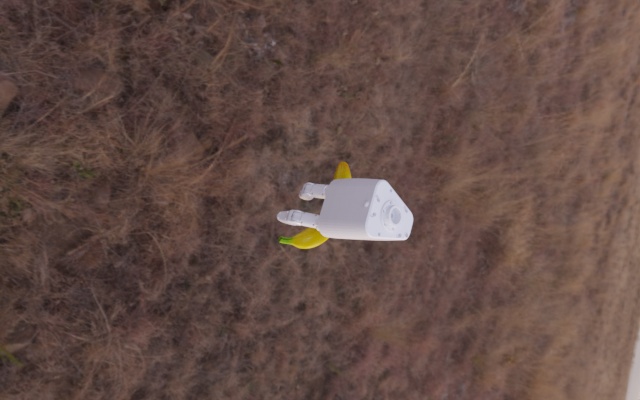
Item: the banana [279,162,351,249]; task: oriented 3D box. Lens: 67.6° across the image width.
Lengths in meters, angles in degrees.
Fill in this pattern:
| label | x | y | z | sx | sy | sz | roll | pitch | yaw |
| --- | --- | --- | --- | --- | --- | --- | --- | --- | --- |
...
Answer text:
| label | x | y | z | sx | sy | sz | roll | pitch | yaw |
| --- | --- | --- | --- | --- | --- | --- | --- | --- | --- |
| banana | 0.011 | 0.018 | 0.854 | 0.069 | 0.197 | 0.037 | 45 | -24 | -15 |
